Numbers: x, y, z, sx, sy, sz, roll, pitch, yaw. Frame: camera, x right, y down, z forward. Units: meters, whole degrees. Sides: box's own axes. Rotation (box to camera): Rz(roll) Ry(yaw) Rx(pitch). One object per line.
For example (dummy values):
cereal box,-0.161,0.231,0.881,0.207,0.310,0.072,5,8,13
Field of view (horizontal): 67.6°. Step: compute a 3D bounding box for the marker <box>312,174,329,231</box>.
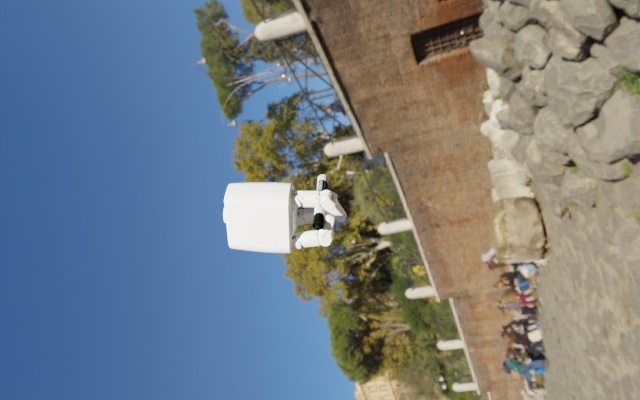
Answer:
marker,0.000,0.003,0.778,0.020,0.020,0.121,0,43,6
